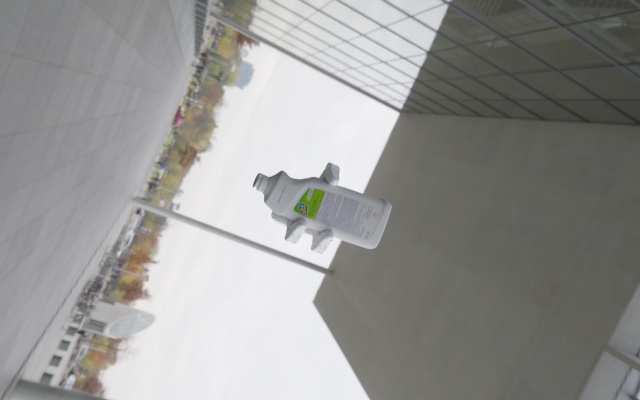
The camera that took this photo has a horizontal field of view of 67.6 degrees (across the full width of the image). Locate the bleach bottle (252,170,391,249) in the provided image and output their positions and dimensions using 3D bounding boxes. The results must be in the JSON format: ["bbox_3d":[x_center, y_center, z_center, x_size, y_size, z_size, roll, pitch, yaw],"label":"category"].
[{"bbox_3d":[0.000,0.003,0.870,0.251,0.102,0.068,23,-7,-18],"label":"bleach bottle"}]
